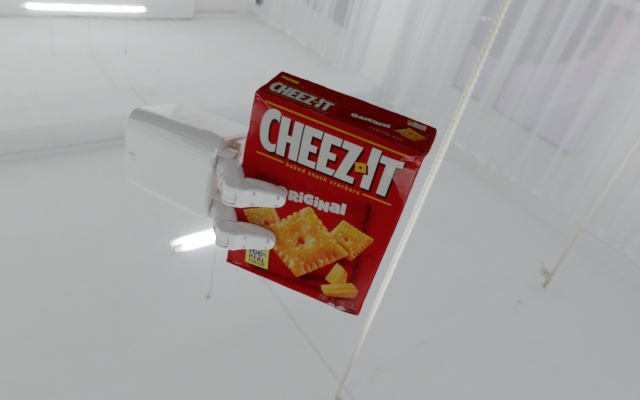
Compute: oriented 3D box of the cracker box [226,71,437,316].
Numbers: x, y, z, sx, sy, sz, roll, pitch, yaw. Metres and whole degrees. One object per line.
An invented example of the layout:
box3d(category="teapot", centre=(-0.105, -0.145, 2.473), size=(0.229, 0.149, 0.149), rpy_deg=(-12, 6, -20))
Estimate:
box3d(category="cracker box", centre=(0.000, 0.002, 0.491), size=(0.164, 0.214, 0.072), rpy_deg=(22, 36, 8))
